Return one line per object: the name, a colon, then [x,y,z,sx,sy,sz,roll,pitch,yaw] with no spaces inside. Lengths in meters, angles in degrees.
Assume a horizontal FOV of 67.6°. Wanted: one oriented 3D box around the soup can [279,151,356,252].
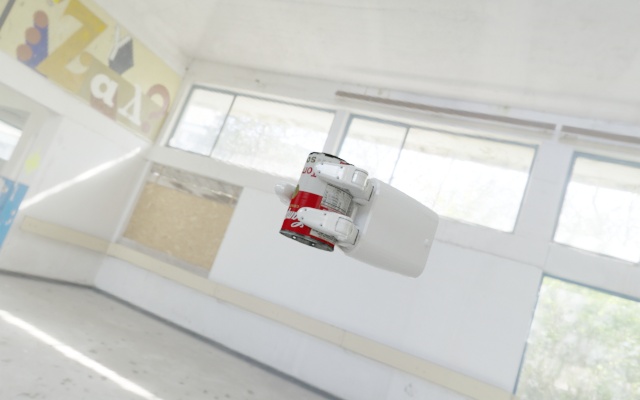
soup can: [0.000,0.001,0.564,0.068,0.102,0.068,19,-10,4]
